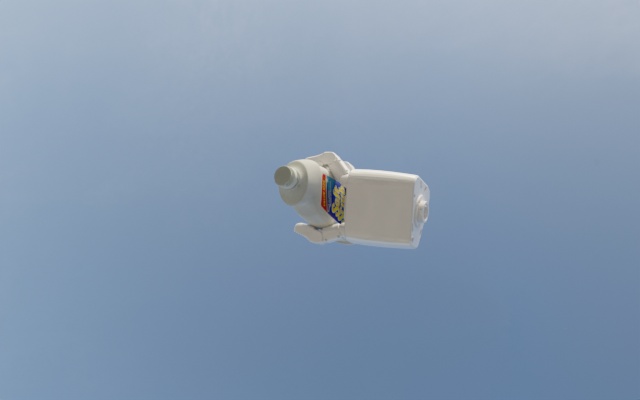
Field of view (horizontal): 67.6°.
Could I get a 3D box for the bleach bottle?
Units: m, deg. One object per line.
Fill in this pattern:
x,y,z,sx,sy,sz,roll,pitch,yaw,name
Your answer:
0.000,0.002,0.771,0.068,0.102,0.251,7,-10,28,bleach bottle
